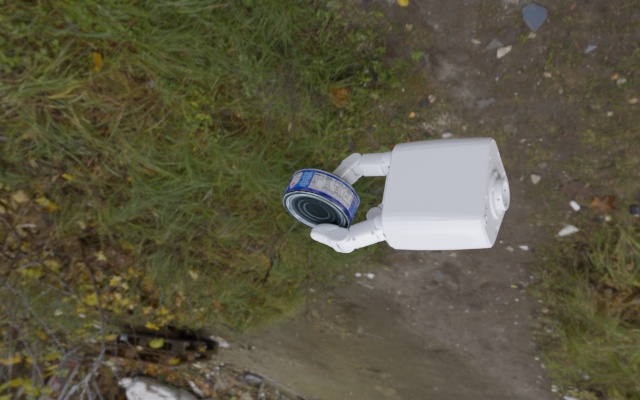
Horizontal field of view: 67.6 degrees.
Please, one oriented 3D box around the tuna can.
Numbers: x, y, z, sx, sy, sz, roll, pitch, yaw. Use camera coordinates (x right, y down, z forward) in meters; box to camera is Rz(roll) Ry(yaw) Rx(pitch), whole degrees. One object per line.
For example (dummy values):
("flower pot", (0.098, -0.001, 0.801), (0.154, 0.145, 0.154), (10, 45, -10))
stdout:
("tuna can", (0.000, 0.002, 0.558), (0.086, 0.033, 0.086), (18, -29, 11))
